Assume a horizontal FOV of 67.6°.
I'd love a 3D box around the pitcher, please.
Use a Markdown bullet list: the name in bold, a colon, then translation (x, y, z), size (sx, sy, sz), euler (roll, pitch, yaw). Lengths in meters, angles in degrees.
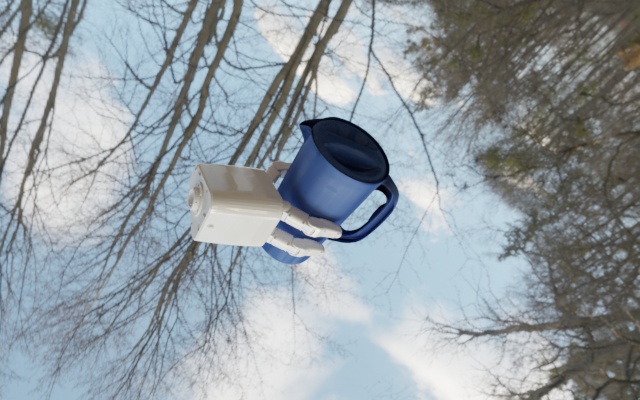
- **pitcher**: translation (0.000, 0.002, 0.761), size (0.145, 0.149, 0.243), euler (5, -41, -33)
